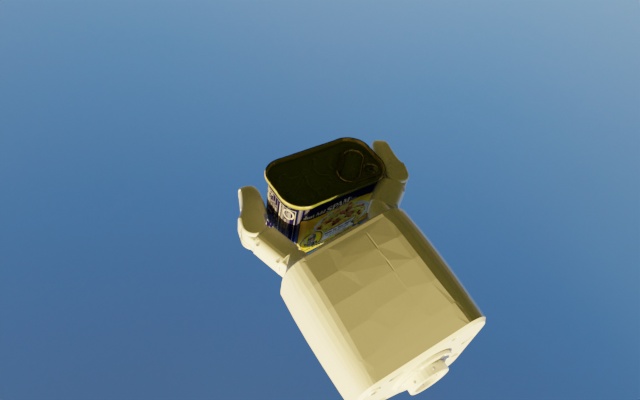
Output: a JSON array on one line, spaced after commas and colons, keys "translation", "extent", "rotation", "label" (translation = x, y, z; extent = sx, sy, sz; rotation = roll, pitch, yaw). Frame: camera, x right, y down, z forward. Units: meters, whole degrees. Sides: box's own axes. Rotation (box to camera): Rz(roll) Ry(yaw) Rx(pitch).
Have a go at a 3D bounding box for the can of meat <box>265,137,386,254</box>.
[{"translation": [0.000, 0.002, 0.426], "extent": [0.102, 0.057, 0.084], "rotation": [-22, -34, -27], "label": "can of meat"}]
